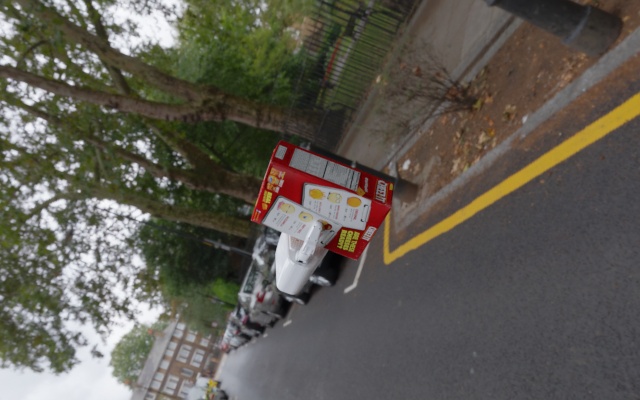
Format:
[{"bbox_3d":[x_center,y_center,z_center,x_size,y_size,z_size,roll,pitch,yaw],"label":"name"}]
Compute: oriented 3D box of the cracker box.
[{"bbox_3d":[0.000,0.003,0.848,0.214,0.072,0.164,20,-43,-5],"label":"cracker box"}]
